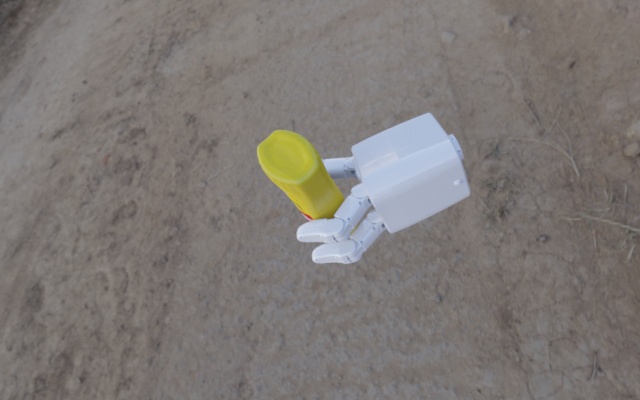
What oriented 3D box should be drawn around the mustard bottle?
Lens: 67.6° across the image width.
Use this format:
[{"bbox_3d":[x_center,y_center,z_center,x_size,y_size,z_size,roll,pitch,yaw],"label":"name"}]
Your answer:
[{"bbox_3d":[0.000,0.002,0.579,0.096,0.058,0.192,40,-9,41],"label":"mustard bottle"}]
